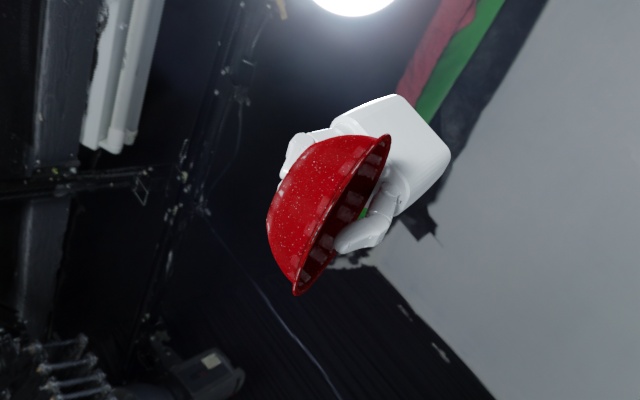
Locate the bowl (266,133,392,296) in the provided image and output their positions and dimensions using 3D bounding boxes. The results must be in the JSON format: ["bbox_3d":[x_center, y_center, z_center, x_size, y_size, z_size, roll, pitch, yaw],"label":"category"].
[{"bbox_3d":[-0.001,0.002,0.422,0.055,0.162,0.162,30,6,11],"label":"bowl"}]
